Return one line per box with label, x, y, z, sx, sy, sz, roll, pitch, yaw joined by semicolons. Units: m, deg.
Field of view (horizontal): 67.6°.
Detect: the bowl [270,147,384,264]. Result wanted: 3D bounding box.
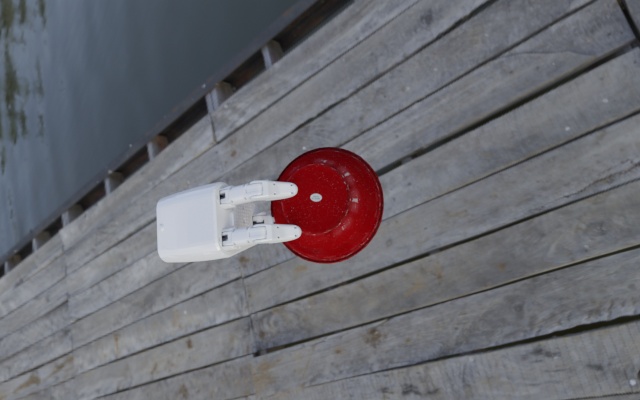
bowl;0.001;0.001;0.630;0.162;0.162;0.055;0;-8;16
